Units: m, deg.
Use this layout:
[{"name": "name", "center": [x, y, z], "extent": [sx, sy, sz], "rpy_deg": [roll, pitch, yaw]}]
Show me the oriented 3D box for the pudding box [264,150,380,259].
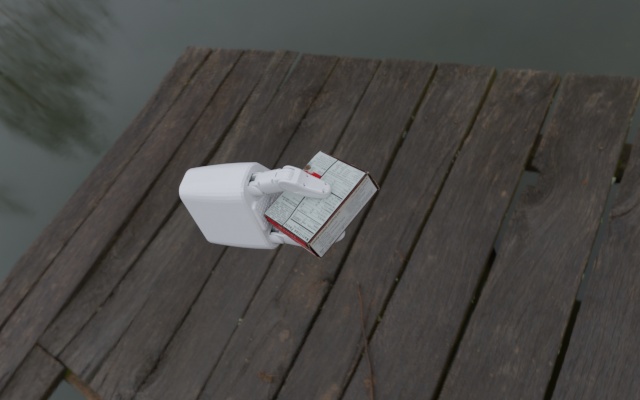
[{"name": "pudding box", "center": [0.000, 0.002, 0.570], "extent": [0.090, 0.113, 0.039], "rpy_deg": [31, -13, 42]}]
